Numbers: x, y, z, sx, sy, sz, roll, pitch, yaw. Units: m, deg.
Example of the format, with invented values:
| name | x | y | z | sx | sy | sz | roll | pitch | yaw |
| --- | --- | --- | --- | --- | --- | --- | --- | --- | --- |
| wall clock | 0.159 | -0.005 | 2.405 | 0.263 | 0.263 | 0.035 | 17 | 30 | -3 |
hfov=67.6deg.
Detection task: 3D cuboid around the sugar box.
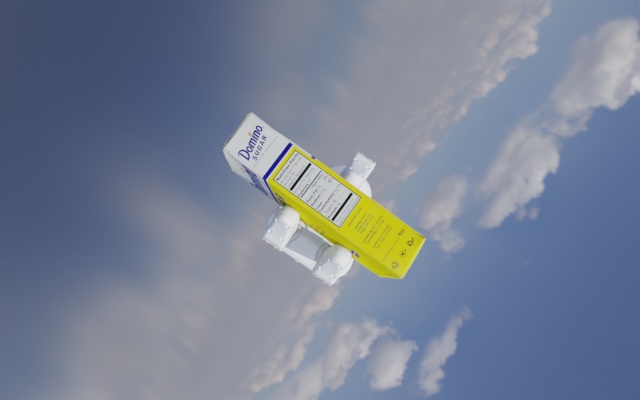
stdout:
| name | x | y | z | sx | sy | sz | roll | pitch | yaw |
| --- | --- | --- | --- | --- | --- | --- | --- | --- | --- |
| sugar box | 0.000 | 0.002 | 0.419 | 0.176 | 0.048 | 0.093 | 33 | -10 | 1 |
